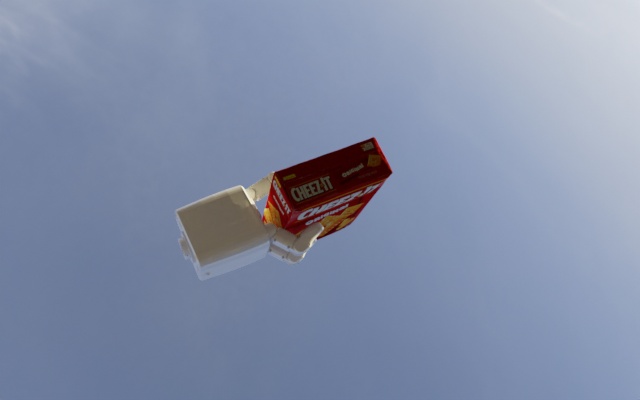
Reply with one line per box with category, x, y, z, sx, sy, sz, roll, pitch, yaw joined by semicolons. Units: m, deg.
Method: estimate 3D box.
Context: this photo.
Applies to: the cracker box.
cracker box;0.000;0.002;0.752;0.164;0.072;0.214;-22;-16;-21
